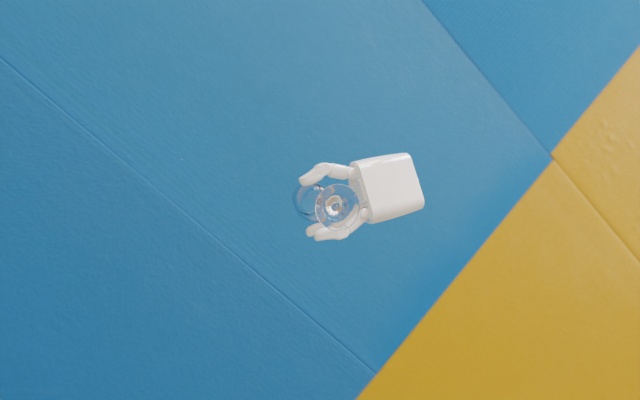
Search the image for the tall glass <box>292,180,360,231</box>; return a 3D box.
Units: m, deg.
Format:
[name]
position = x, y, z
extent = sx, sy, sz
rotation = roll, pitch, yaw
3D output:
[tall glass]
position = 0.000, 0.003, 0.846
extent = 0.079, 0.079, 0.201
rotation = 0, 5, -17
